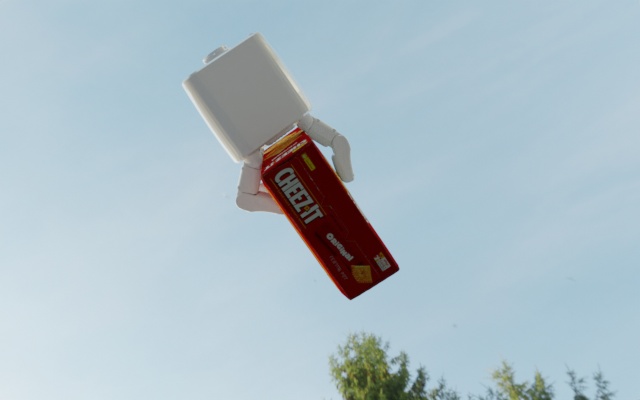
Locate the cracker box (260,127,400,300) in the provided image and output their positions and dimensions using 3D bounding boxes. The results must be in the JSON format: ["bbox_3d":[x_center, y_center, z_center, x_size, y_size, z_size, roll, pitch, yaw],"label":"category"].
[{"bbox_3d":[0.000,0.002,0.572,0.072,0.164,0.213,-35,14,3],"label":"cracker box"}]
